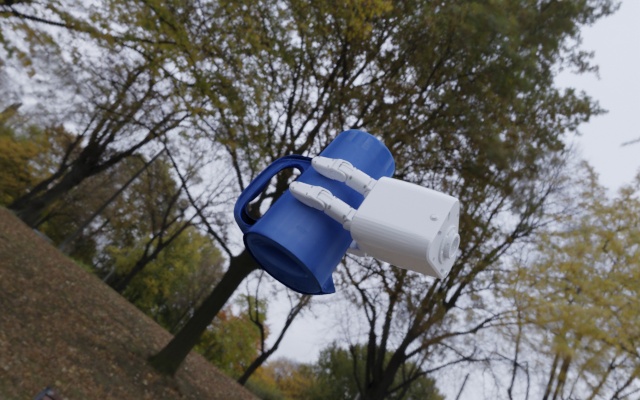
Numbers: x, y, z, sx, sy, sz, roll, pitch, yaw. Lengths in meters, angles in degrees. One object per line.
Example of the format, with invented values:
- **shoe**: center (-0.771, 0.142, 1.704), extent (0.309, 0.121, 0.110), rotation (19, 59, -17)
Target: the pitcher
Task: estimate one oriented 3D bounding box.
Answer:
- **pitcher**: center (0.000, 0.002, 0.701), extent (0.145, 0.242, 0.149), rotation (16, -34, 35)
